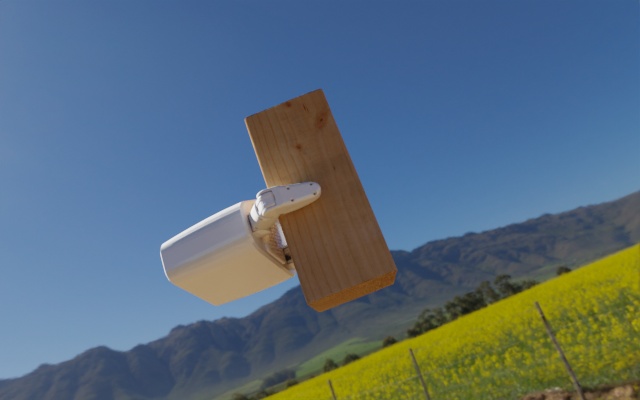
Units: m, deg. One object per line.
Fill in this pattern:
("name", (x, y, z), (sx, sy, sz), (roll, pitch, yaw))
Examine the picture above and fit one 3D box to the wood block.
("wood block", (0.000, 0.002, 0.507), (0.090, 0.206, 0.091), (-21, -19, 0))
